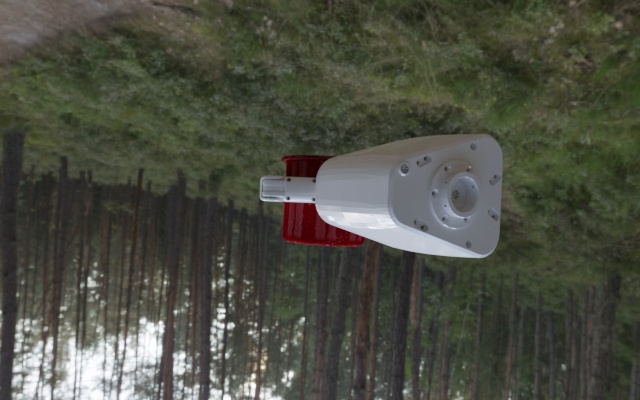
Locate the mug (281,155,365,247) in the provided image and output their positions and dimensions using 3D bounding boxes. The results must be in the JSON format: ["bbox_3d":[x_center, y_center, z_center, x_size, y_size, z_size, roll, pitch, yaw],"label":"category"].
[{"bbox_3d":[-0.001,0.002,0.481,0.093,0.081,0.117,4,-1,-26],"label":"mug"}]
